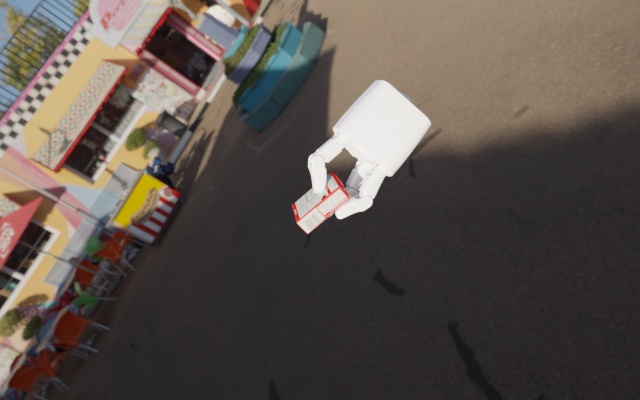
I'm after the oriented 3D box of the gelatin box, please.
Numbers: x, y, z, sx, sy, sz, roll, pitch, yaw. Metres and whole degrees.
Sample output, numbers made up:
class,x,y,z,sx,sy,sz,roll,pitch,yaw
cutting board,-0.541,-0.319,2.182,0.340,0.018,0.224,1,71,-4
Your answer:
class,x,y,z,sx,sy,sz,roll,pitch,yaw
gelatin box,0.000,0.002,0.750,0.089,0.030,0.073,-40,22,6
